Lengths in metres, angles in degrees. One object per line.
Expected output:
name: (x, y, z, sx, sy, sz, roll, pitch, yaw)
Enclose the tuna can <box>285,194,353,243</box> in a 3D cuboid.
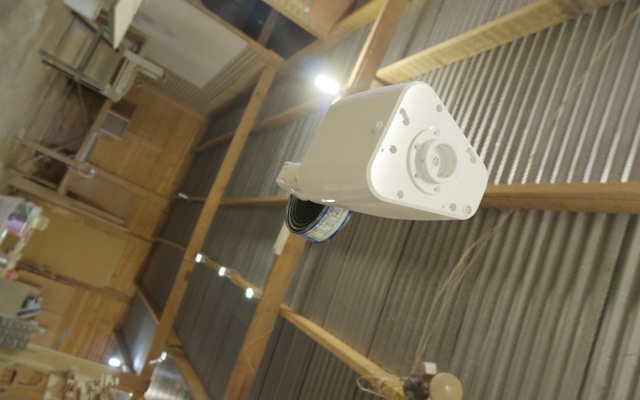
tuna can: (0.000, 0.002, 0.513, 0.034, 0.086, 0.086, 29, -15, -28)
